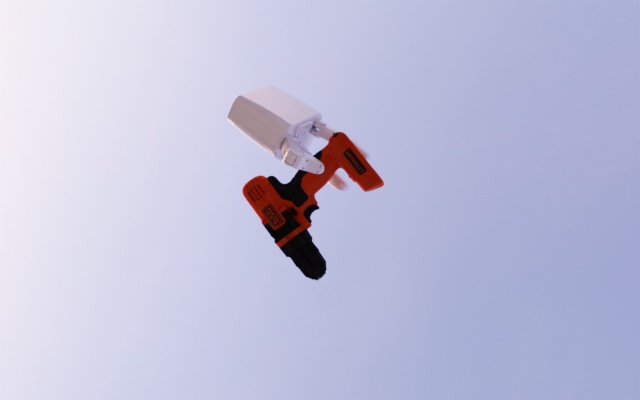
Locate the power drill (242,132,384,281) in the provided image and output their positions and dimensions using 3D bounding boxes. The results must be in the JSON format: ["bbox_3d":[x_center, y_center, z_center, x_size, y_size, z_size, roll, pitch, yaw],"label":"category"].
[{"bbox_3d":[0.000,0.002,0.719,0.187,0.184,0.057,-37,-1,5],"label":"power drill"}]
